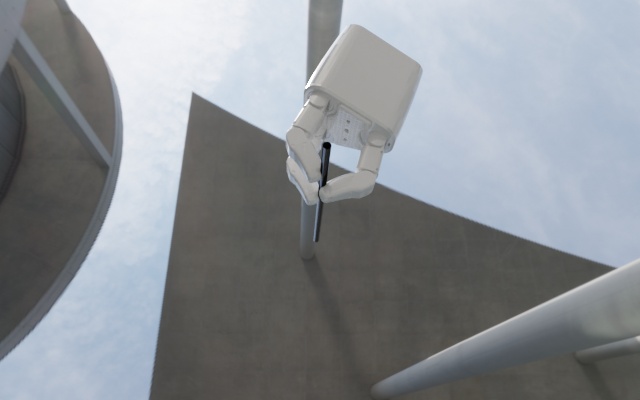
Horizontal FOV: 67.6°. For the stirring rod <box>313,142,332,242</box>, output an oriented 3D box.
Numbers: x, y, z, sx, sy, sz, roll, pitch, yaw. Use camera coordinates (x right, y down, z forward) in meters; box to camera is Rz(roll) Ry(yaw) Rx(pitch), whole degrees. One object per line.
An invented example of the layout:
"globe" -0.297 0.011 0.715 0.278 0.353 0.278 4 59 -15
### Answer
"stirring rod" 0.000 0.002 0.533 0.011 0.011 0.240 0 -25 -3
